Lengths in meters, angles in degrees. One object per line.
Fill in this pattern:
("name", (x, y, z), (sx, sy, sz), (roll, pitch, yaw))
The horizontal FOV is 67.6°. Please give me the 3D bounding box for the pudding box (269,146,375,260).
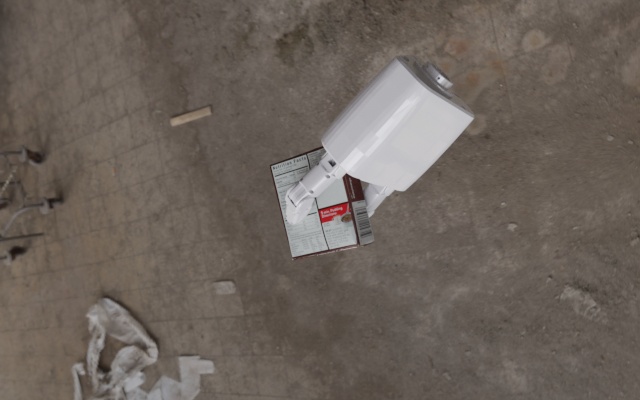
("pudding box", (0.000, 0.002, 0.519), (0.090, 0.113, 0.039), (-15, -5, 32))
